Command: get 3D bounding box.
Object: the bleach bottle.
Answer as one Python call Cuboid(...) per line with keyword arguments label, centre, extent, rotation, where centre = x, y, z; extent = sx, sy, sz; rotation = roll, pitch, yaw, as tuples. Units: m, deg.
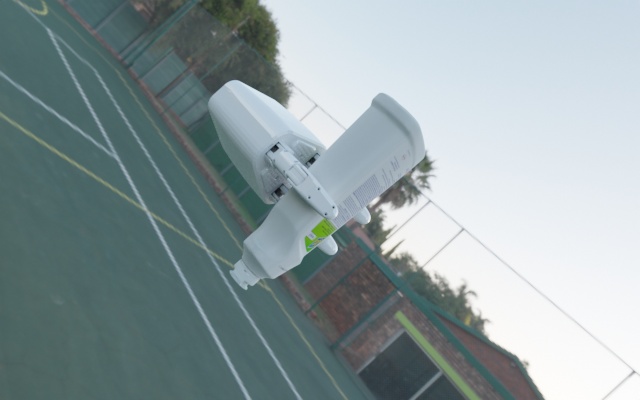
Cuboid(label="bleach bottle", centre=(0.000, 0.002, 0.521), extent=(0.251, 0.068, 0.103), rotation=(-42, -26, -1))
